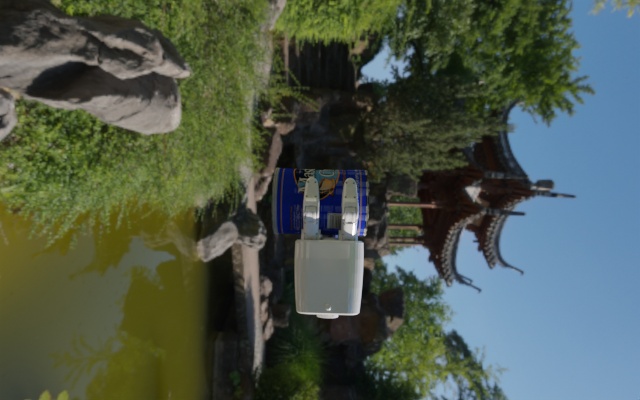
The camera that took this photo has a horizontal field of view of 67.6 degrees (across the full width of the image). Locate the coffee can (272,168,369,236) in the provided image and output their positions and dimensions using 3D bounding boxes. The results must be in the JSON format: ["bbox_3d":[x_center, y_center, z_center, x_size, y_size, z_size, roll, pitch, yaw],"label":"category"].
[{"bbox_3d":[0.000,0.002,0.735,0.140,0.103,0.103,1,0,0],"label":"coffee can"}]
